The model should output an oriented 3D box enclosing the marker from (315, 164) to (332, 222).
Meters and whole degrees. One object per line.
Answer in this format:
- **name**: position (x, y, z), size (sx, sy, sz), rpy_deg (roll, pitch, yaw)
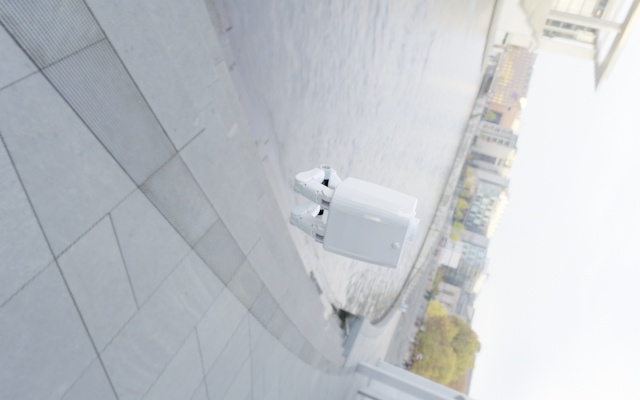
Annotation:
- **marker**: position (0.000, 0.002, 0.721), size (0.020, 0.121, 0.020), rpy_deg (6, 32, -4)
